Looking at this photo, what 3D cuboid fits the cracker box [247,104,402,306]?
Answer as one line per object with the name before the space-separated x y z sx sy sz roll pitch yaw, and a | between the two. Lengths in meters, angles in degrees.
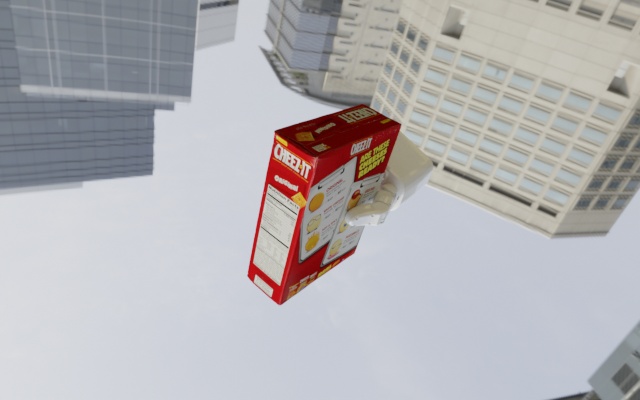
cracker box | 0.000 0.002 0.588 0.072 0.214 0.164 34 38 26
